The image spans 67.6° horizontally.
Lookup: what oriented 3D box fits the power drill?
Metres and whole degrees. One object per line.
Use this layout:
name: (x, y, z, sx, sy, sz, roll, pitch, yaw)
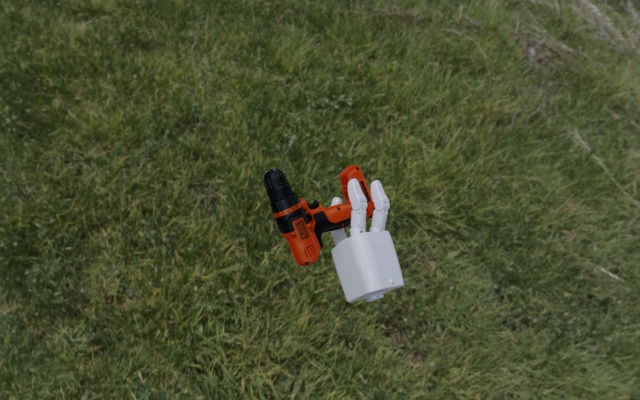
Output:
power drill: (0.001, 0.003, 0.879, 0.187, 0.184, 0.057, -26, 10, -26)
